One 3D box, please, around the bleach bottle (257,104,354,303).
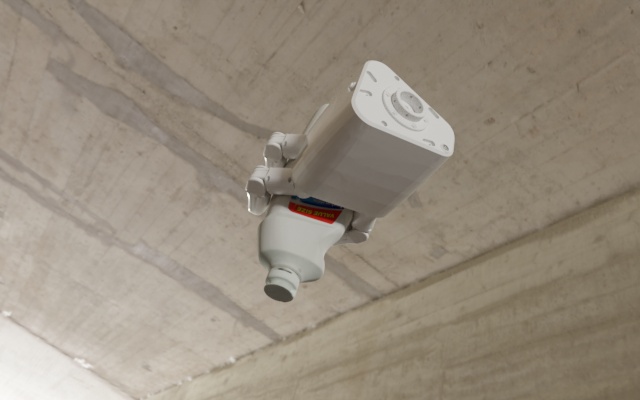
[{"bbox_3d":[0.000,0.002,0.519,0.102,0.250,0.068,31,-44,-12],"label":"bleach bottle"}]
